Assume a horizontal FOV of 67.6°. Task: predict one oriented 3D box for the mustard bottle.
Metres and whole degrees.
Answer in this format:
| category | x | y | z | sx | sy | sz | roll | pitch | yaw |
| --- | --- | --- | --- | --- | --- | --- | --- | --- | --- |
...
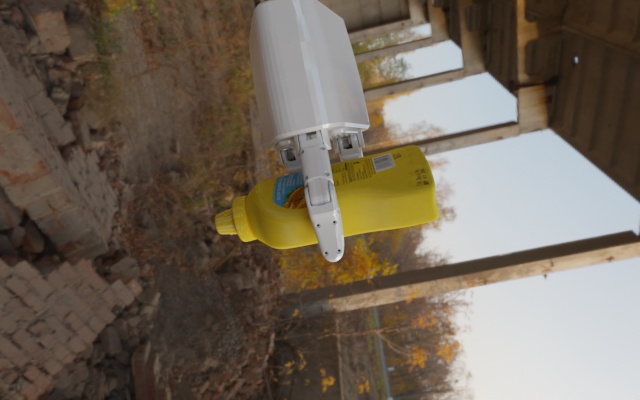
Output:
| category | x | y | z | sx | sy | sz | roll | pitch | yaw |
| --- | --- | --- | --- | --- | --- | --- | --- | --- | --- |
| mustard bottle | 0.000 | 0.002 | 0.422 | 0.191 | 0.058 | 0.096 | -12 | 27 | 5 |
